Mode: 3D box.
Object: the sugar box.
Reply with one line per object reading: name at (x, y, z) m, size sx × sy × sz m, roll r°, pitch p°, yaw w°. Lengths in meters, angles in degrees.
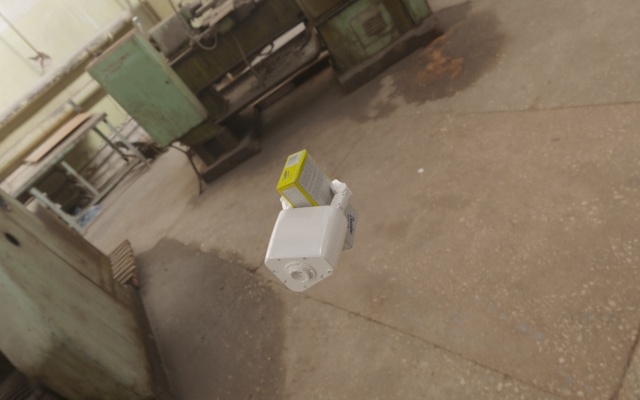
sugar box at (0.000, 0.003, 0.851) m, size 0.048 × 0.093 × 0.176 m, roll -19°, pitch -54°, yaw 30°
